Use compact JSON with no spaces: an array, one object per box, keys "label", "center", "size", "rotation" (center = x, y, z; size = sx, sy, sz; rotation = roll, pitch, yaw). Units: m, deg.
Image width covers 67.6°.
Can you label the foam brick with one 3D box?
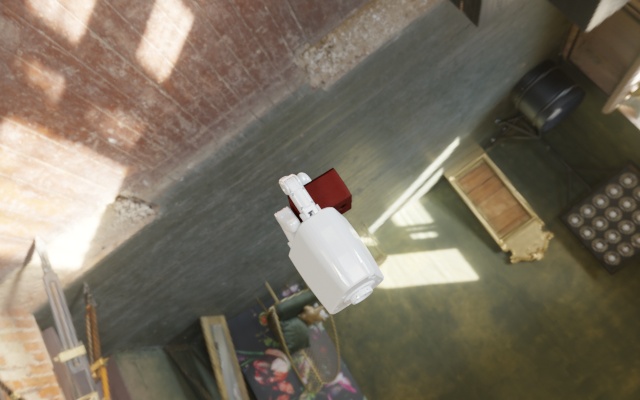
[{"label":"foam brick","center":[0.000,0.002,0.677],"size":[0.078,0.051,0.053],"rotation":[-31,-22,-11]}]
